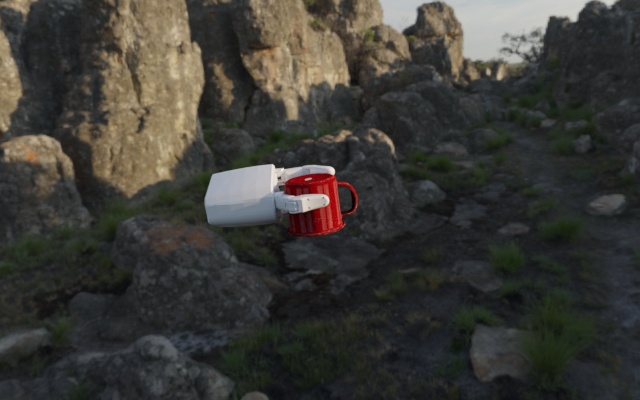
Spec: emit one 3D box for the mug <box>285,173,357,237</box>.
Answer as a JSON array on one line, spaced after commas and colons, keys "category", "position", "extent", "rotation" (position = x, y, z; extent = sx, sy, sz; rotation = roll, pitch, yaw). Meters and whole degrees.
[{"category": "mug", "position": [0.002, 0.002, 0.754], "extent": [0.117, 0.081, 0.093], "rotation": [-8, 14, -2]}]
